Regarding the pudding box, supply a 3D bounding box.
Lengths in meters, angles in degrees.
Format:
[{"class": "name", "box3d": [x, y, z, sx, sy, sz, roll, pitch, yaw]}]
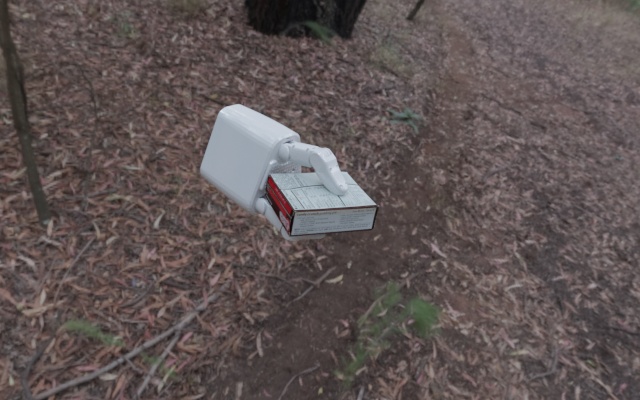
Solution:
[{"class": "pudding box", "box3d": [0.000, 0.002, 0.574, 0.113, 0.039, 0.090, -4, 33, -24]}]
